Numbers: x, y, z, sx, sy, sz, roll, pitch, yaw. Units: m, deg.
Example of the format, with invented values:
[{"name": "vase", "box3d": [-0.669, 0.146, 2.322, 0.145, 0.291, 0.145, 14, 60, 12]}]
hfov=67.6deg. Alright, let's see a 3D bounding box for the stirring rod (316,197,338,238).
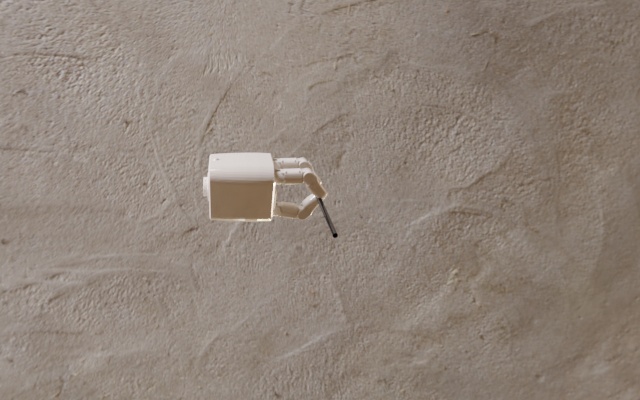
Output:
[{"name": "stirring rod", "box3d": [0.000, 0.003, 0.798, 0.011, 0.011, 0.239, 0, 24, -11]}]
